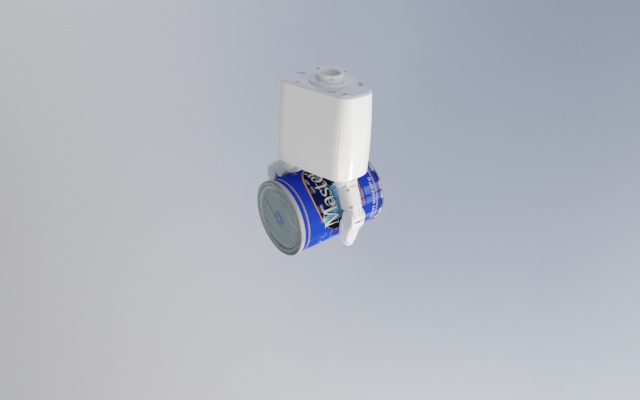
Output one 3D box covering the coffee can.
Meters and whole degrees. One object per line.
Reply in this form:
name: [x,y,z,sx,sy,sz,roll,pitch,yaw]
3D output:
coffee can: [0.000,0.002,0.652,0.140,0.103,0.103,-22,12,-32]
